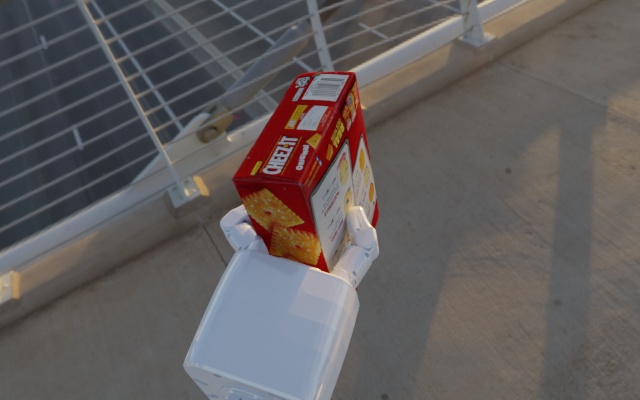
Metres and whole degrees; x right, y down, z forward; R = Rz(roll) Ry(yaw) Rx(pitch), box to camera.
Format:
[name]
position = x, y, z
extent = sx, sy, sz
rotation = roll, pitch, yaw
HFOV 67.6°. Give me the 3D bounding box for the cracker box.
[cracker box]
position = 0.000, 0.002, 0.497
extent = 0.072, 0.164, 0.214
rotation = 6, -42, 20
